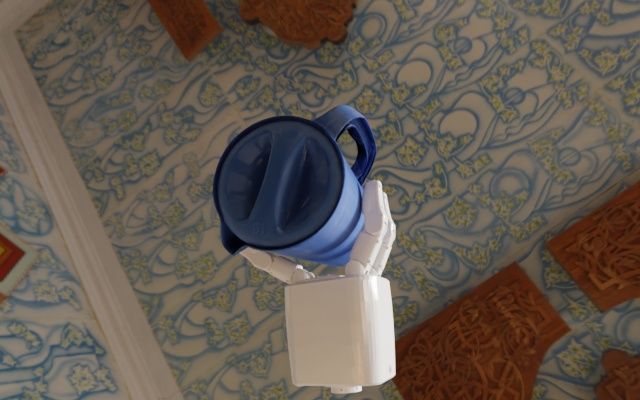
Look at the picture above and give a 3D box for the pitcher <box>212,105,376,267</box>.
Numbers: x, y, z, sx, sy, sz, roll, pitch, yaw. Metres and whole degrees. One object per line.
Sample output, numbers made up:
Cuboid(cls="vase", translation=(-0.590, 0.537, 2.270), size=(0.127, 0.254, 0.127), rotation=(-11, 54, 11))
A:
Cuboid(cls="pitcher", translation=(0.000, 0.002, 0.550), size=(0.149, 0.145, 0.243), rotation=(-8, -16, 16))
